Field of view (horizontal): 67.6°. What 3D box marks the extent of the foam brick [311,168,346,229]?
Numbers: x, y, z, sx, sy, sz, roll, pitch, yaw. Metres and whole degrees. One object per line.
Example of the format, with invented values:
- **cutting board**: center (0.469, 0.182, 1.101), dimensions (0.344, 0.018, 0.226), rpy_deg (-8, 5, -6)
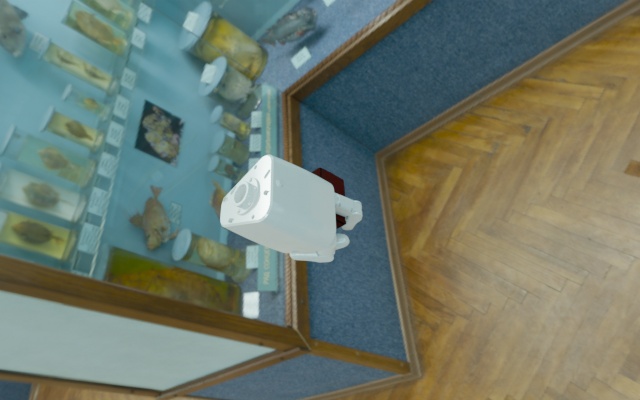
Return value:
- **foam brick**: center (0.000, 0.002, 0.687), dimensions (0.051, 0.078, 0.053), rpy_deg (26, -41, -37)
